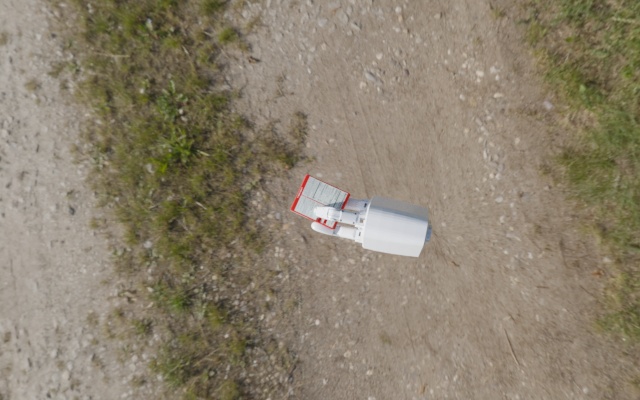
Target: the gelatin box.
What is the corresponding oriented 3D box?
[{"bbox_3d":[0.000,0.003,0.871,0.089,0.073,0.030,24,0,5],"label":"gelatin box"}]
